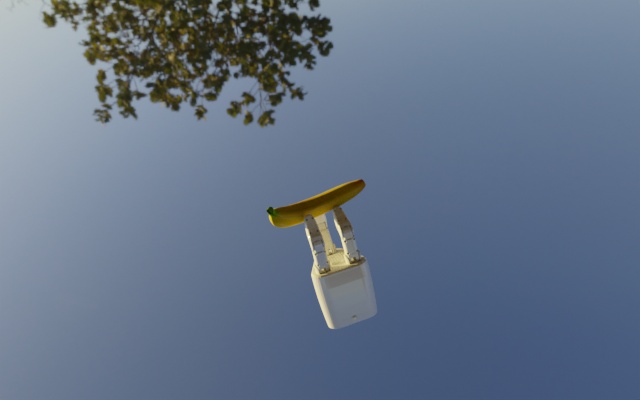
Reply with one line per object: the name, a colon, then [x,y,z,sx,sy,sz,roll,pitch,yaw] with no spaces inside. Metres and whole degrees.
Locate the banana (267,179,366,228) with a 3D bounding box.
banana: [-0.011,0.009,0.815,0.198,0.037,0.070,-20,-8,-31]
